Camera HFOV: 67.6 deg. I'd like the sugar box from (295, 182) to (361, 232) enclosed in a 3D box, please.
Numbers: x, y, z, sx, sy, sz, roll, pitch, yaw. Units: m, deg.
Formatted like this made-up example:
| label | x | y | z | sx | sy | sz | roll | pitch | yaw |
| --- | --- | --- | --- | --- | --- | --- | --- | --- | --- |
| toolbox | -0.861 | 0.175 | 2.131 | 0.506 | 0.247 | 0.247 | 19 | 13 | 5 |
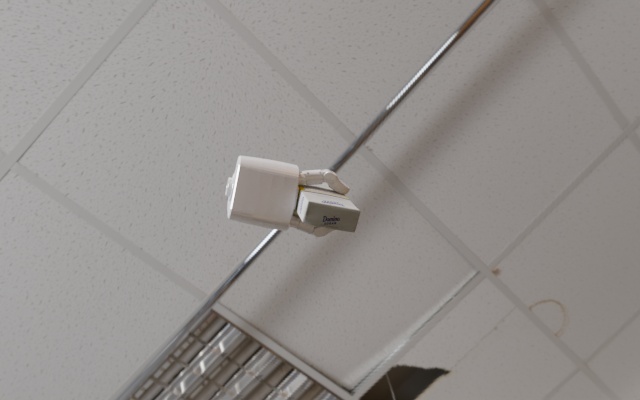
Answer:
| label | x | y | z | sx | sy | sz | roll | pitch | yaw |
| --- | --- | --- | --- | --- | --- | --- | --- | --- | --- |
| sugar box | 0.000 | 0.003 | 0.849 | 0.093 | 0.048 | 0.176 | 11 | 16 | -15 |
